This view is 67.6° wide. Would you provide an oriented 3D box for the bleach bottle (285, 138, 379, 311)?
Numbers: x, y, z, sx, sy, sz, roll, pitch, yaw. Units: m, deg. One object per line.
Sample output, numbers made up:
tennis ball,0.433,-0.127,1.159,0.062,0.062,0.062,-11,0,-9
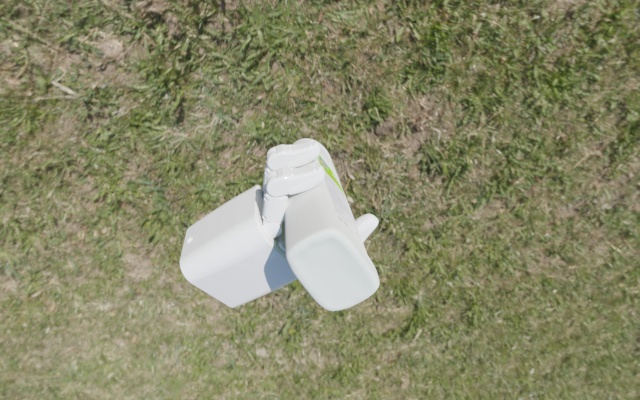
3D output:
bleach bottle,0.000,0.002,0.551,0.068,0.103,0.250,-28,31,11
